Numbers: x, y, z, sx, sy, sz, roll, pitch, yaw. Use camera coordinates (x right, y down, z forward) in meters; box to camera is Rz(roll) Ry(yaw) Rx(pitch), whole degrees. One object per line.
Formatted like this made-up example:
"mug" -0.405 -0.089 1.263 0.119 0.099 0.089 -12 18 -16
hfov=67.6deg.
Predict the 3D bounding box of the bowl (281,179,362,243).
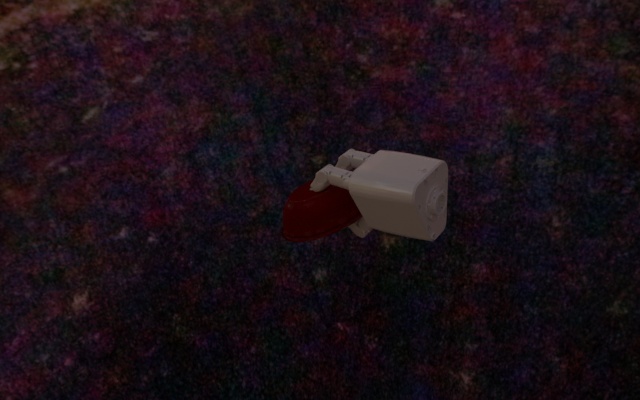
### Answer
"bowl" -0.001 0.002 0.777 0.162 0.055 0.162 -21 19 8
